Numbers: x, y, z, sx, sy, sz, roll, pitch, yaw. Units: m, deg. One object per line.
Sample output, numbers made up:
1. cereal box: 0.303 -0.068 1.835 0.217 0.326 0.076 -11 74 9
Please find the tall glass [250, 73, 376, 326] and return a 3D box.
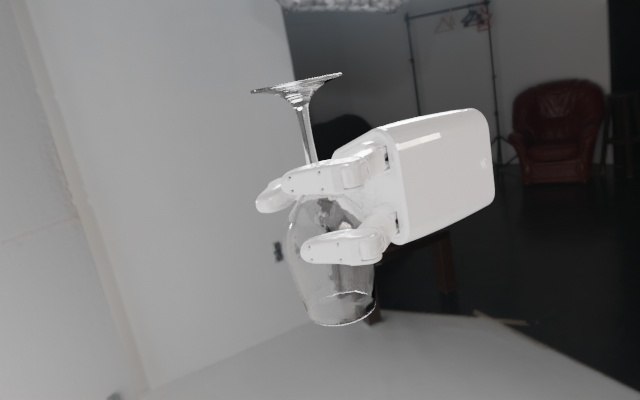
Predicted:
1. tall glass: 0.000 0.001 0.400 0.079 0.201 0.079 -10 15 3
